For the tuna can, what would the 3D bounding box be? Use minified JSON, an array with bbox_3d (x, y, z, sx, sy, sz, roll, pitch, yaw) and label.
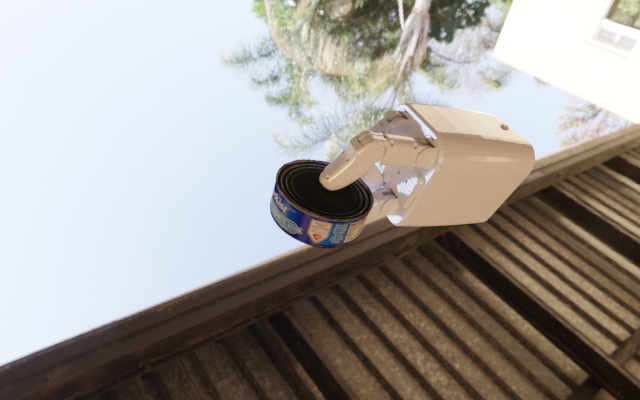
[{"bbox_3d":[0.000,0.002,0.412,0.086,0.034,0.086,13,34,-9],"label":"tuna can"}]
